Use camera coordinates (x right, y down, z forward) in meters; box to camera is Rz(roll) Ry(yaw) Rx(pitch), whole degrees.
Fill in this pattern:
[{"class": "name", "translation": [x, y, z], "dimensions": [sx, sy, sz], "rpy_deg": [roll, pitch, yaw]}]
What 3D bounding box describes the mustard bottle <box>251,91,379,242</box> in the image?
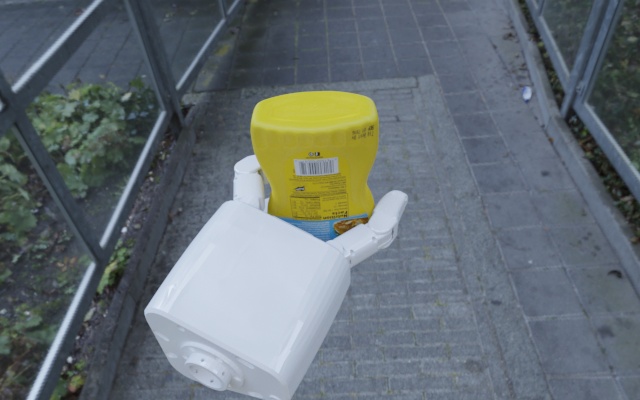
[{"class": "mustard bottle", "translation": [0.000, 0.001, 0.418], "dimensions": [0.096, 0.192, 0.058], "rpy_deg": [-3, 43, 1]}]
